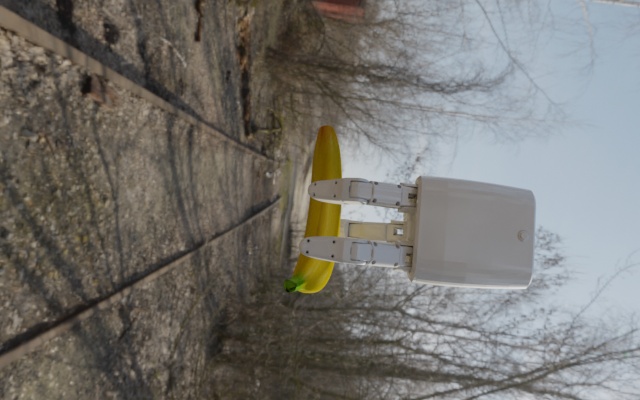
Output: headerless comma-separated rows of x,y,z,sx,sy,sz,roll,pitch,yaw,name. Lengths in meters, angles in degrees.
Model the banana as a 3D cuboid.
0.001,0.015,0.489,0.037,0.197,0.070,4,-34,9,banana
